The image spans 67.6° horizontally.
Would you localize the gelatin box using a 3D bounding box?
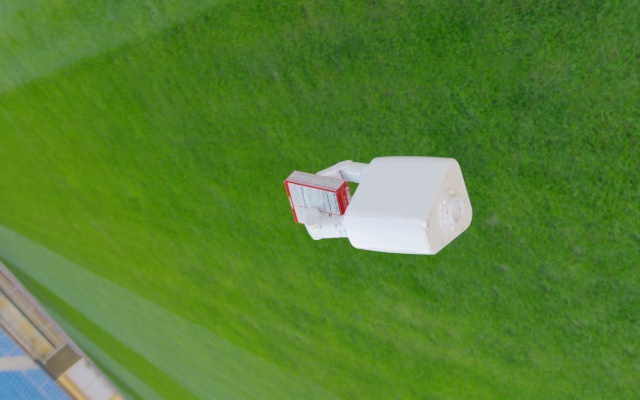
[{"bbox_3d":[0.000,0.002,0.643,0.089,0.073,0.030,12,43,31],"label":"gelatin box"}]
